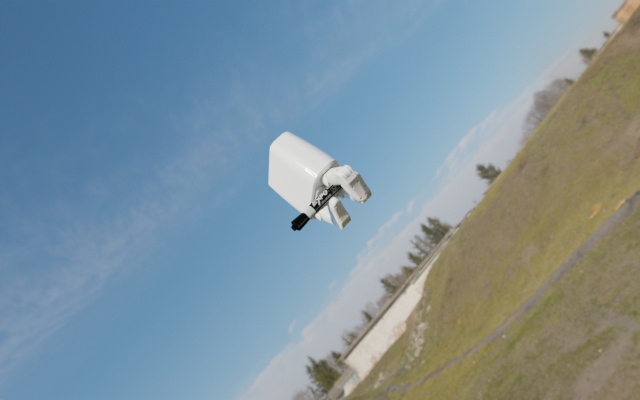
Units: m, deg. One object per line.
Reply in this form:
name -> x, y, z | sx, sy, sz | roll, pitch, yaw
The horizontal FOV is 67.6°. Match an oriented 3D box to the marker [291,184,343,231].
marker -> 0.000, 0.002, 0.719 | 0.121, 0.020, 0.020 | -44, 19, -20
